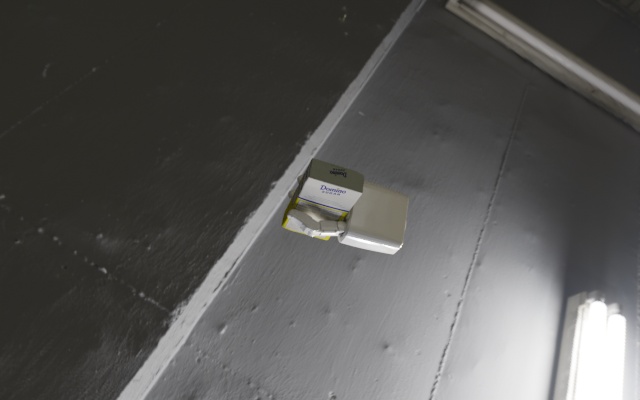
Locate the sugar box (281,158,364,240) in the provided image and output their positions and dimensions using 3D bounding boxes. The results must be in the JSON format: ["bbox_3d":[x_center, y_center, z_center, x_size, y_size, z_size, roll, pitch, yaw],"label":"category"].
[{"bbox_3d":[0.000,0.002,0.820,0.093,0.048,0.176,17,-36,-11],"label":"sugar box"}]
